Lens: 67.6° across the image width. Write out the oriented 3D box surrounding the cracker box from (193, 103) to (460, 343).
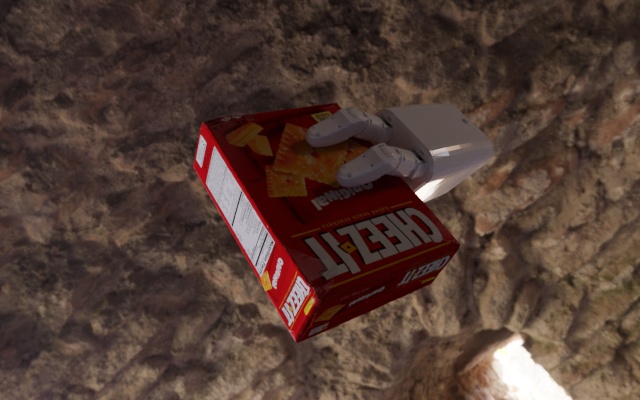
[{"bbox_3d":[0.000,0.001,0.454,0.164,0.213,0.072,-15,-36,-34],"label":"cracker box"}]
